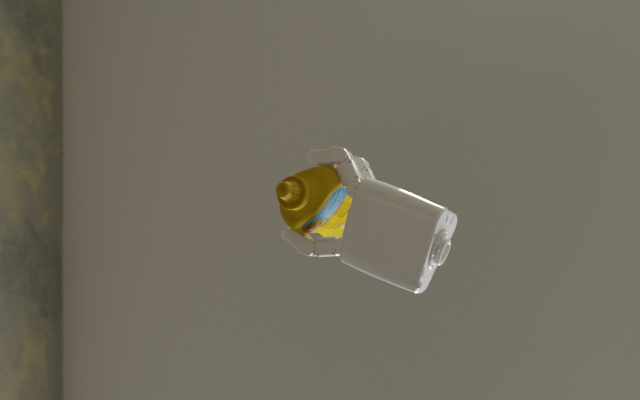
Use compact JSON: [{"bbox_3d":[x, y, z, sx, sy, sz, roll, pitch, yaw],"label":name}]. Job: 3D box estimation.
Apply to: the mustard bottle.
[{"bbox_3d":[0.000,0.002,0.629,0.058,0.096,0.192,50,15,25],"label":"mustard bottle"}]
